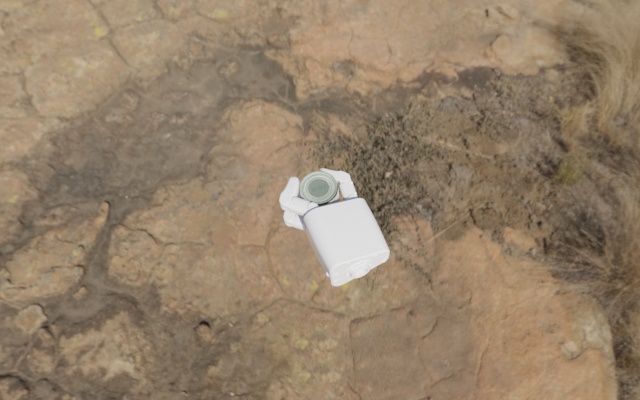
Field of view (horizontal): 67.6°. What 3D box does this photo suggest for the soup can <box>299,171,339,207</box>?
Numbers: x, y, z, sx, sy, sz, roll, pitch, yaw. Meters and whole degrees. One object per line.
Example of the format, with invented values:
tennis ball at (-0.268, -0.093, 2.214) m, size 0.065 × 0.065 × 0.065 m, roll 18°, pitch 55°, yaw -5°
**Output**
soup can at (0.000, 0.002, 0.843) m, size 0.068 × 0.068 × 0.102 m, roll 0°, pitch -30°, yaw 5°
